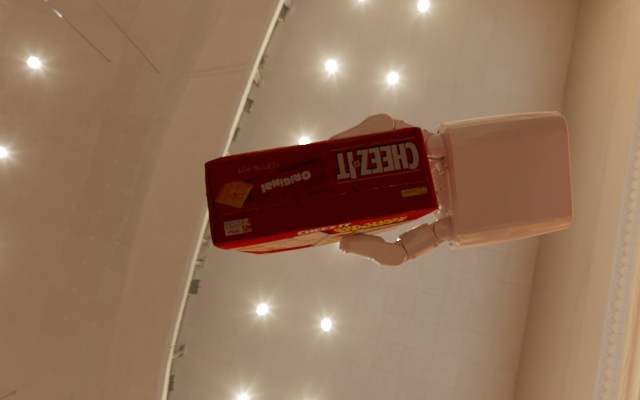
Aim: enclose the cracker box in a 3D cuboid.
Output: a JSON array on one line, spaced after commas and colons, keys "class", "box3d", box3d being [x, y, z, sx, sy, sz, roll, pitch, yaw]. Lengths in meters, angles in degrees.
[{"class": "cracker box", "box3d": [0.000, 0.002, 0.443, 0.164, 0.072, 0.214, -10, -8, -1]}]
